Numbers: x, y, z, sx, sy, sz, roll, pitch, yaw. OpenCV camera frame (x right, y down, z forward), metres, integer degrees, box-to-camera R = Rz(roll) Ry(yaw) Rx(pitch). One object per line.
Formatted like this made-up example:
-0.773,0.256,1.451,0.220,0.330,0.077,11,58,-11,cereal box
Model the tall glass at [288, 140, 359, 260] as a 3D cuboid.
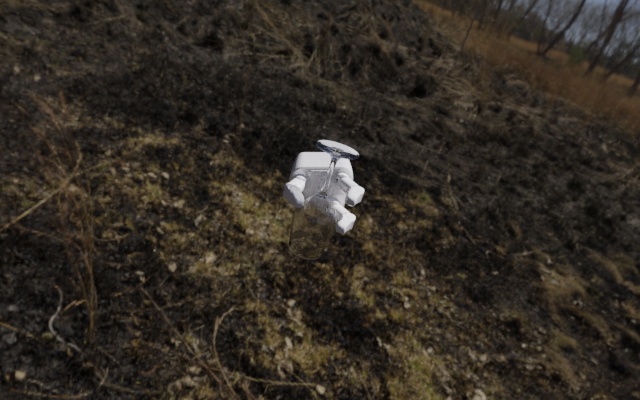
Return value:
0.000,0.002,0.820,0.079,0.201,0.079,15,23,-7,tall glass
